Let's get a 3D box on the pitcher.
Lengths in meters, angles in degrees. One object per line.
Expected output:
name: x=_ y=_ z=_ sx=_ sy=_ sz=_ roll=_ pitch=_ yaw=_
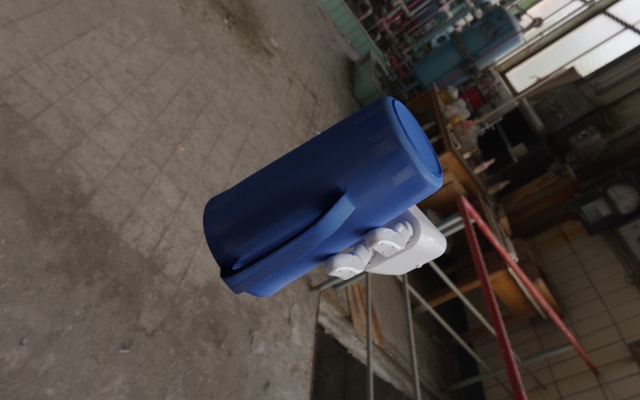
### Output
pitcher: x=0.000 y=0.002 z=0.506 sx=0.243 sy=0.149 sz=0.145 roll=-32 pitch=-30 yaw=23
